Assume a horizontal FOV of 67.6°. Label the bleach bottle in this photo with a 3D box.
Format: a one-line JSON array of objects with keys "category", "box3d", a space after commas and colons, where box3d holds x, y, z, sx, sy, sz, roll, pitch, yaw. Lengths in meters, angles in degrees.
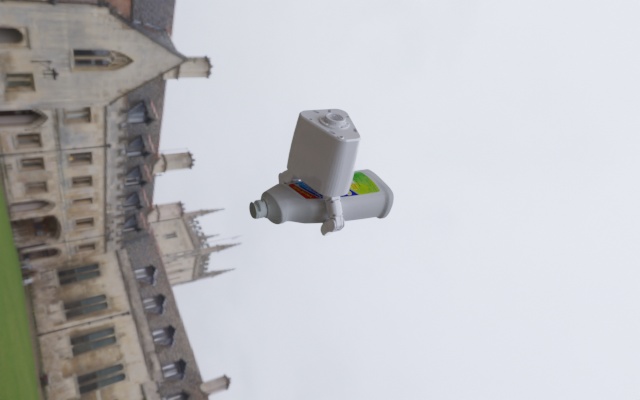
[{"category": "bleach bottle", "box3d": [0.000, 0.003, 0.833, 0.251, 0.068, 0.102, -10, 42, -31]}]
